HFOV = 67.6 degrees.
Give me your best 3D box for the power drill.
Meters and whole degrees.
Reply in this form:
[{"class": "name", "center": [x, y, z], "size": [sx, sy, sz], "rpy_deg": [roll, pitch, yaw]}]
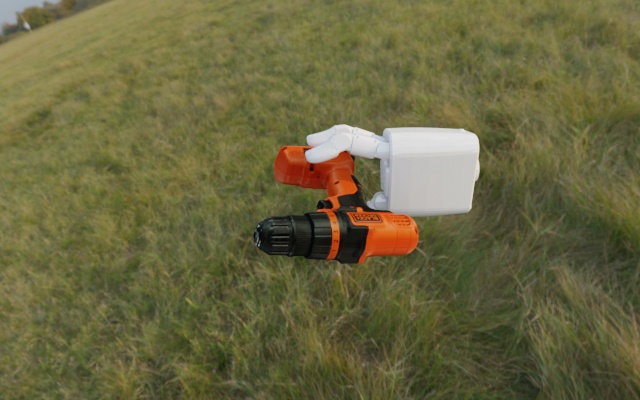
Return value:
[{"class": "power drill", "center": [0.000, 0.002, 0.566], "size": [0.184, 0.057, 0.187], "rpy_deg": [3, 33, -22]}]
